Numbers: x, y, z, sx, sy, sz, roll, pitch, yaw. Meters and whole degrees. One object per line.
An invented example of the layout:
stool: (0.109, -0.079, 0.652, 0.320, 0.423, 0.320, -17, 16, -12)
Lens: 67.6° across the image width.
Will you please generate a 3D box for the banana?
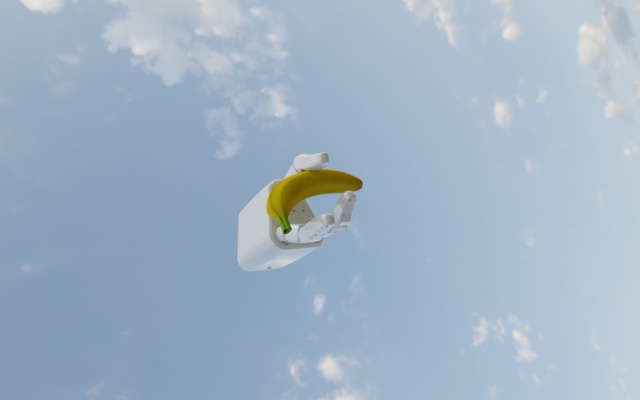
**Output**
banana: (-0.014, -0.010, 0.650, 0.197, 0.069, 0.037, -31, -15, -50)
